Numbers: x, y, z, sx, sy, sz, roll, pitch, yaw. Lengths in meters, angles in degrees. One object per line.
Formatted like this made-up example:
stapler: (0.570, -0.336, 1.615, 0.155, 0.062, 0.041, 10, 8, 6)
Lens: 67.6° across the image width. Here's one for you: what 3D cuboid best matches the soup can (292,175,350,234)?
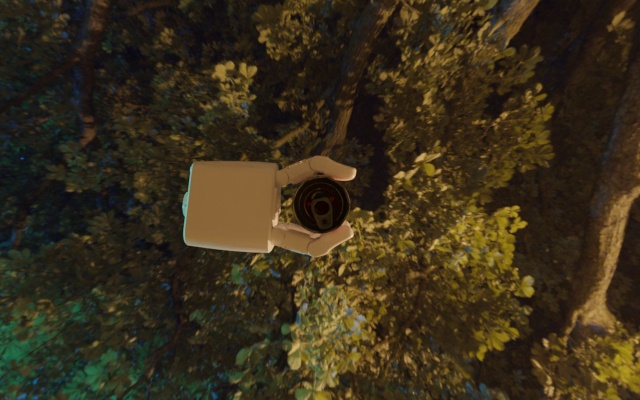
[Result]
soup can: (0.001, 0.002, 0.606, 0.068, 0.068, 0.102, 0, 4, 0)
